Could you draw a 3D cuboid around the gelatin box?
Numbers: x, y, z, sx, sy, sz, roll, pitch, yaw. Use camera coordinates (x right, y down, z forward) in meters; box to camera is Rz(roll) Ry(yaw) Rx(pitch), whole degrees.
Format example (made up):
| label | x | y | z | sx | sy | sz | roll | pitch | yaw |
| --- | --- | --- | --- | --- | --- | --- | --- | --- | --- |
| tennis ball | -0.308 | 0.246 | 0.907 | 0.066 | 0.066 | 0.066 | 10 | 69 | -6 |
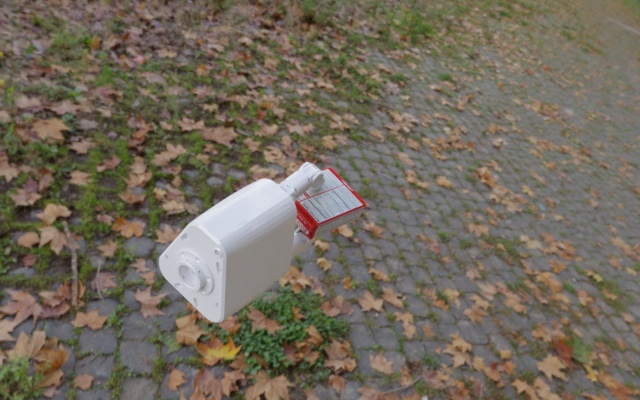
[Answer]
| label | x | y | z | sx | sy | sz | roll | pitch | yaw |
| --- | --- | --- | --- | --- | --- | --- | --- | --- | --- |
| gelatin box | 0.000 | 0.001 | 0.582 | 0.089 | 0.030 | 0.073 | -21 | 58 | -39 |
